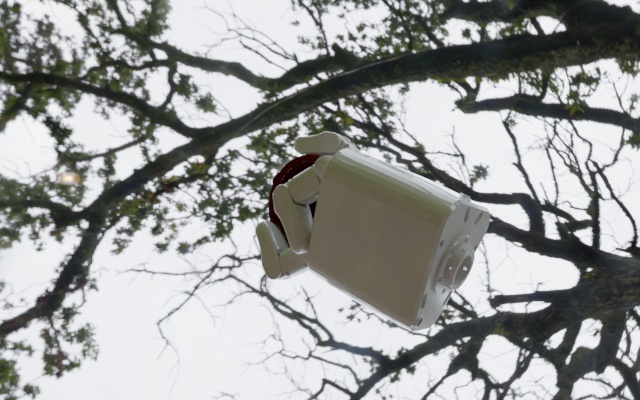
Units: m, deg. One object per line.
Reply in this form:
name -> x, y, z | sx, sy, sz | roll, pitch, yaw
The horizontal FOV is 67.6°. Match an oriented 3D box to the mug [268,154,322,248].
mug -> -0.001, 0.001, 0.490 | 0.117, 0.093, 0.081 | 29, 12, 36
